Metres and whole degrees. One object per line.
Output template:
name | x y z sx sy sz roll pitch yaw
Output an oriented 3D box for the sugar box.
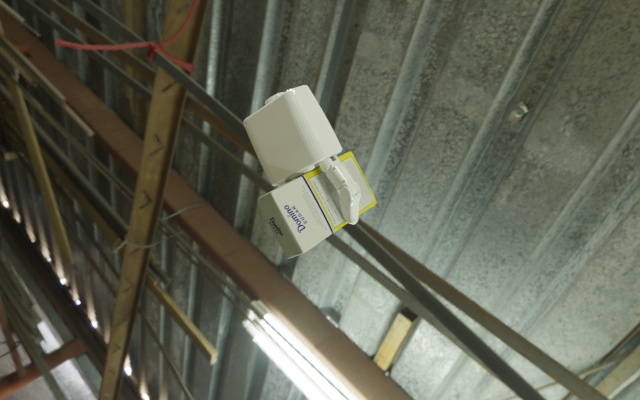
sugar box | 0.000 0.002 0.687 0.176 0.093 0.048 -29 3 -40
